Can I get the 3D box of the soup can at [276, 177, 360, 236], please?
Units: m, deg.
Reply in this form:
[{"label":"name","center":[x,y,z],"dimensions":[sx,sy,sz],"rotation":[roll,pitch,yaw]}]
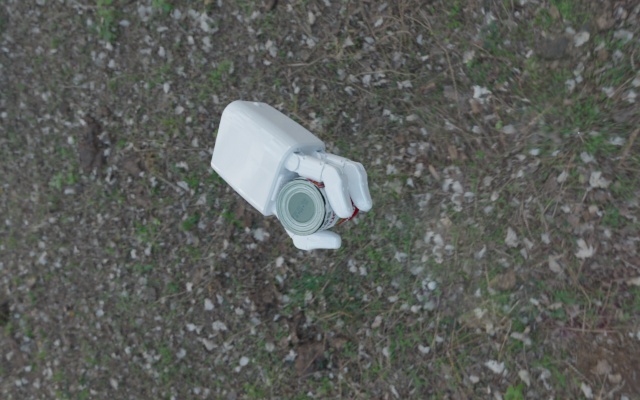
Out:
[{"label":"soup can","center":[0.000,0.002,0.585],"dimensions":[0.068,0.068,0.102],"rotation":[0,7,28]}]
